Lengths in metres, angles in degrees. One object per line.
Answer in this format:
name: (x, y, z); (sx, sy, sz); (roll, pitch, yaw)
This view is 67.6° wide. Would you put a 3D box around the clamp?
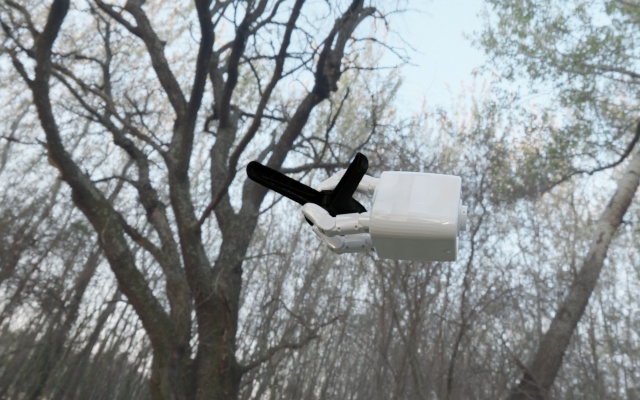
clamp: (0.001, 0.002, 0.666); (0.164, 0.036, 0.210); (3, -31, 18)
